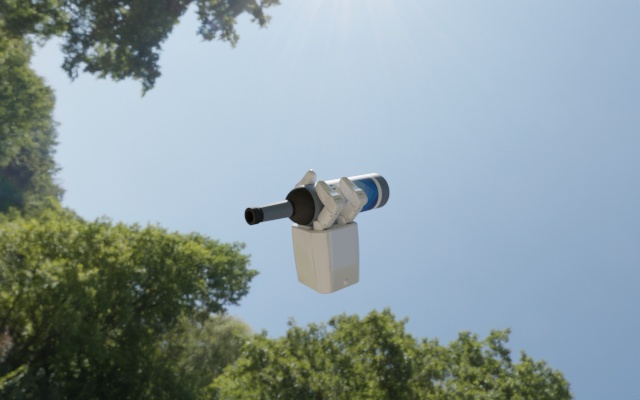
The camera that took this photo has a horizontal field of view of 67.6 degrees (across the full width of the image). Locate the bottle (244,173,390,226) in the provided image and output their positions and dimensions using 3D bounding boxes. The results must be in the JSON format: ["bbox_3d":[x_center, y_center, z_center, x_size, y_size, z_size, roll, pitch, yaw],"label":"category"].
[{"bbox_3d":[0.000,0.003,0.806,0.295,0.069,0.069,-11,8,-43],"label":"bottle"}]
